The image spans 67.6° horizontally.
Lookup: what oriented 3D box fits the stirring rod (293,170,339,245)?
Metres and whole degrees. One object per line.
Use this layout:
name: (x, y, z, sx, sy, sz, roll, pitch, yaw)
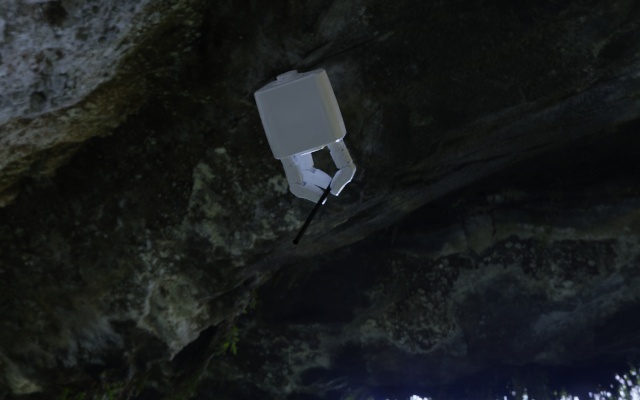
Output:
stirring rod: (0.000, 0.002, 0.730, 0.011, 0.011, 0.239, 0, 26, 18)
